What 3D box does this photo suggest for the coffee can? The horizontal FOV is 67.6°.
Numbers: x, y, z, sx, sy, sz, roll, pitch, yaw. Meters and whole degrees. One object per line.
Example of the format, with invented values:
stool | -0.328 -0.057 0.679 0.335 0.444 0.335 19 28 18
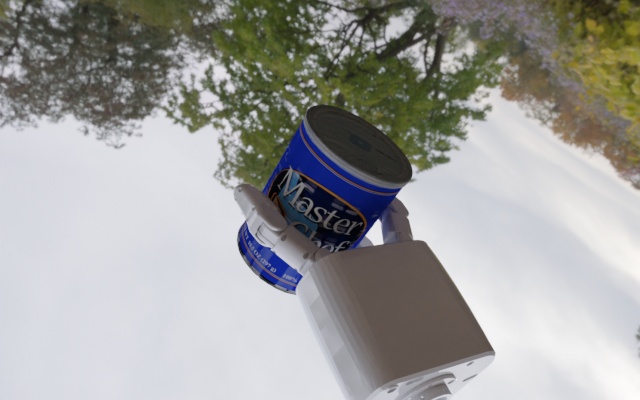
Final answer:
coffee can | 0.000 0.001 0.428 0.103 0.140 0.102 25 31 -16
